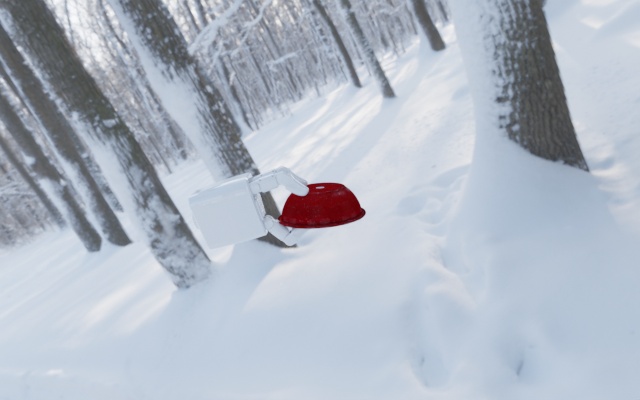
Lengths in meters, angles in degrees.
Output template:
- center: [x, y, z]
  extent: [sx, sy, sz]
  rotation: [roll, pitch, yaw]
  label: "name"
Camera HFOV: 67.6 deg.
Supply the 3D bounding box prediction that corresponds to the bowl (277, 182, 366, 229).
- center: [0.001, 0.002, 0.860]
  extent: [0.162, 0.055, 0.162]
  rotation: [-4, 13, 1]
  label: "bowl"
